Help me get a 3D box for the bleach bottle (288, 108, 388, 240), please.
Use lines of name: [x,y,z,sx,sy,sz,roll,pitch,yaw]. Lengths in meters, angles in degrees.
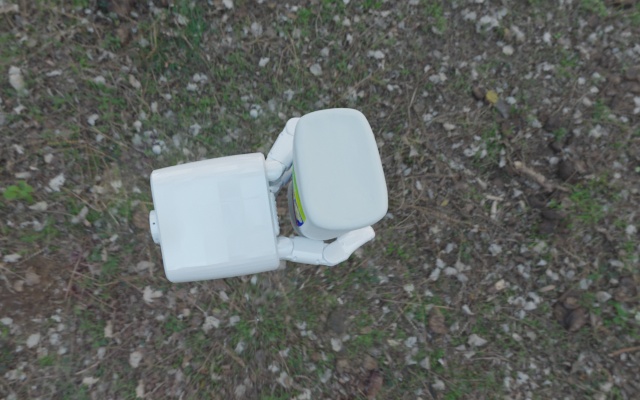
bleach bottle: [0.000,0.001,0.485,0.068,0.102,0.251,-8,-13,-9]
